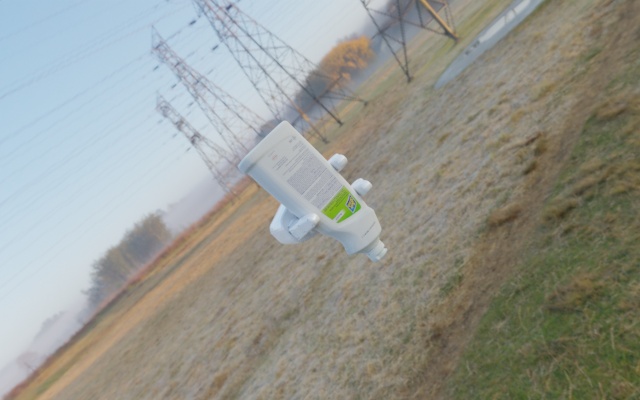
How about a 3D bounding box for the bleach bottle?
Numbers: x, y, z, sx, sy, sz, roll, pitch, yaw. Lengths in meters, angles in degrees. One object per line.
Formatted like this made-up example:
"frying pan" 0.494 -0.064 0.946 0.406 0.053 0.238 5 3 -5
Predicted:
"bleach bottle" 0.000 0.002 0.723 0.102 0.251 0.068 -47 7 -19
